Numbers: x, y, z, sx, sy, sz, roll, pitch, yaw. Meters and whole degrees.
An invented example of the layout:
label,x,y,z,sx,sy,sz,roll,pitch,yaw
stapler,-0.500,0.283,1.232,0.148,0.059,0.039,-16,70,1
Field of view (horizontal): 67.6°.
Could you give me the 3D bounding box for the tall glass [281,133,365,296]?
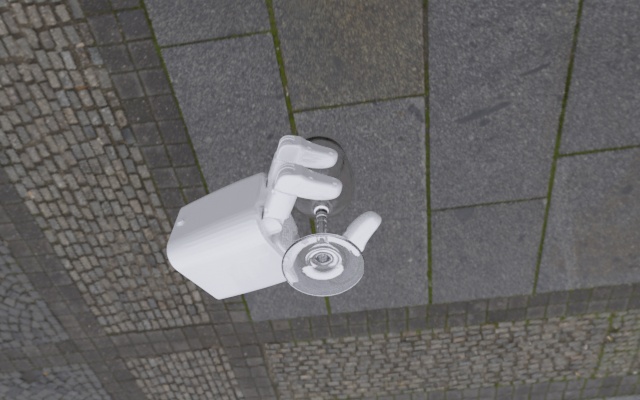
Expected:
label,x,y,z,sx,sy,sz,roll,pitch,yaw
tall glass,0.000,0.002,0.503,0.079,0.079,0.201,0,35,-1
